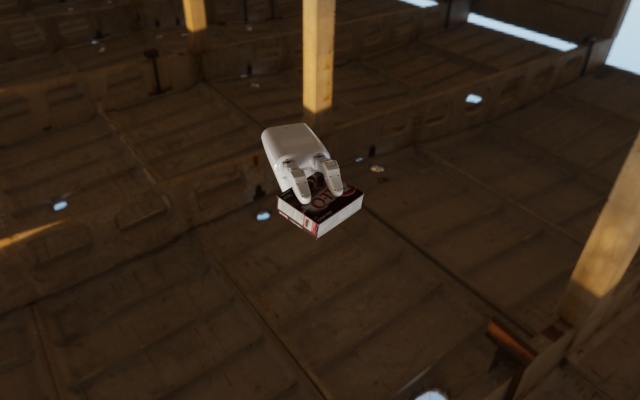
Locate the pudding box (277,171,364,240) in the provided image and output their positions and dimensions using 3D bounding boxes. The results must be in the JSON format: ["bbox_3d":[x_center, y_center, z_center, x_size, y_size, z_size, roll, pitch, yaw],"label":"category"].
[{"bbox_3d":[0.000,0.003,0.760,0.090,0.039,0.113,32,49,29],"label":"pudding box"}]
